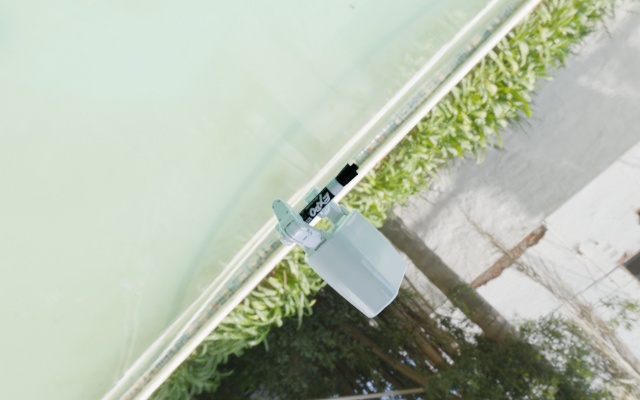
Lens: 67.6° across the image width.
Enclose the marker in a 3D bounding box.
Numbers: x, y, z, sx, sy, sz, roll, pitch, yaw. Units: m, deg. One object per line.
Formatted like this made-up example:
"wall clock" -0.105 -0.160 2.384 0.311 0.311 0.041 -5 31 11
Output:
"marker" 0.000 0.002 0.561 0.020 0.121 0.020 42 11 -10
